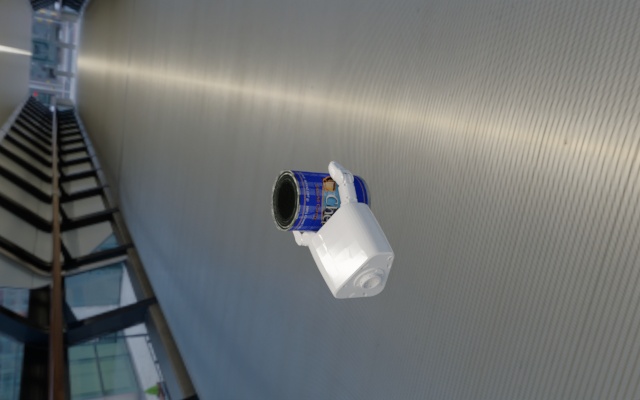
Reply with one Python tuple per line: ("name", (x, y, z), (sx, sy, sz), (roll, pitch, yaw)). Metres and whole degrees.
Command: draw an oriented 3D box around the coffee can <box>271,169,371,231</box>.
("coffee can", (0.000, 0.003, 0.819), (0.140, 0.103, 0.103), (3, -2, -31))
